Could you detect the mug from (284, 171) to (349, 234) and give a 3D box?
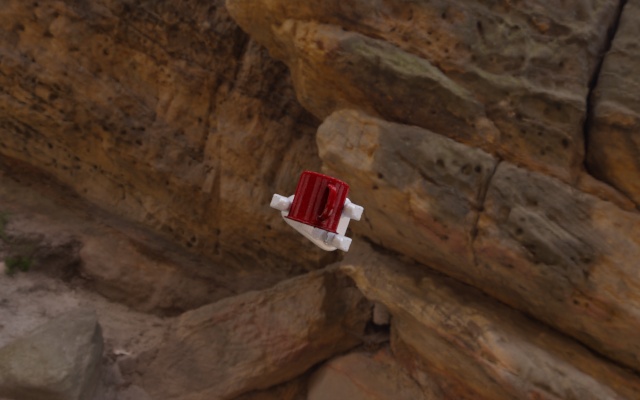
[{"bbox_3d":[0.000,0.002,0.757,0.093,0.081,0.117,18,-4,-13],"label":"mug"}]
